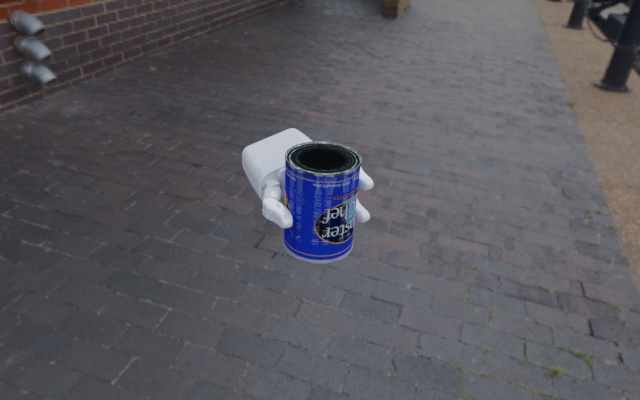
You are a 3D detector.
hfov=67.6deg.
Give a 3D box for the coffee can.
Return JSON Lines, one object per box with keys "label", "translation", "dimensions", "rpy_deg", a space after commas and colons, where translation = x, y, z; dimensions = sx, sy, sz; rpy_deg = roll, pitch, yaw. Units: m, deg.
{"label": "coffee can", "translation": [0.000, 0.002, 0.665], "dimensions": [0.103, 0.140, 0.102], "rpy_deg": [3, 31, -2]}
